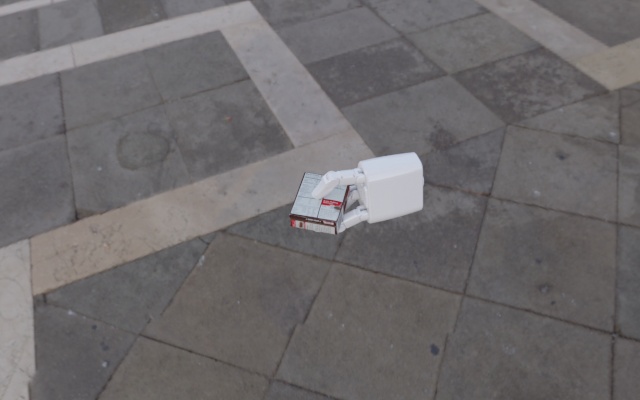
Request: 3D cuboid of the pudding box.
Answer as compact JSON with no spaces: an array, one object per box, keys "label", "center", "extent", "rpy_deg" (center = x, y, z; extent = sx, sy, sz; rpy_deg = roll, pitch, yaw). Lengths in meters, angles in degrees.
[{"label":"pudding box","center":[0.000,0.003,0.873],"extent":[0.090,0.113,0.039],"rpy_deg":[9,-42,11]}]
